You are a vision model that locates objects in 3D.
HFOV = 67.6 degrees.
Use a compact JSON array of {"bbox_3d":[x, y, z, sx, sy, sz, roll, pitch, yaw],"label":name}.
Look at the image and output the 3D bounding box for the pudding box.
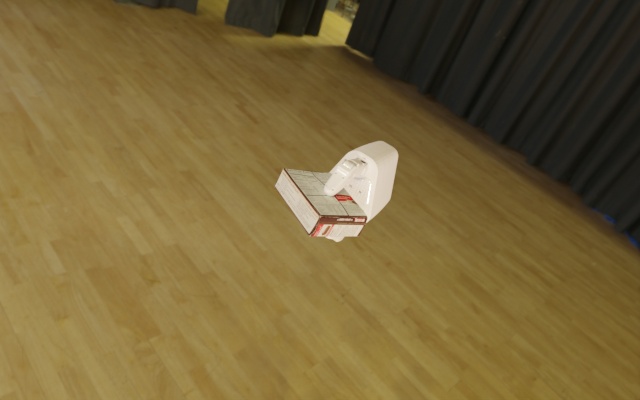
[{"bbox_3d":[0.000,0.002,0.668,0.090,0.039,0.113,2,35,-38],"label":"pudding box"}]
